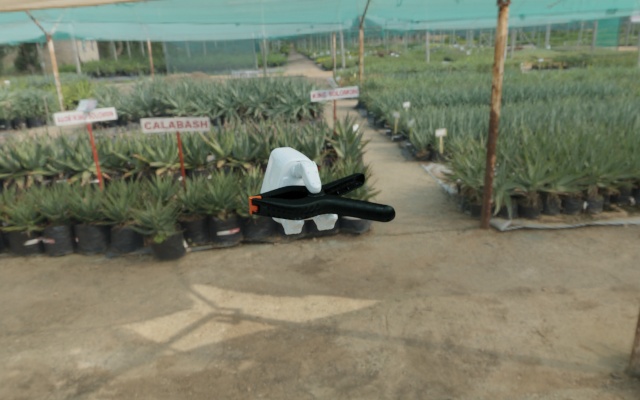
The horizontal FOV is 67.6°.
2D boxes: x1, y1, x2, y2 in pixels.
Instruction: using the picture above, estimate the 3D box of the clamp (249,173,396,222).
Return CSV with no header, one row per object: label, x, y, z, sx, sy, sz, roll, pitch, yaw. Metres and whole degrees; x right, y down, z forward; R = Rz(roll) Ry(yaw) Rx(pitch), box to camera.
clamp,0.000,0.002,0.722,0.210,0.036,0.164,-8,23,-17
